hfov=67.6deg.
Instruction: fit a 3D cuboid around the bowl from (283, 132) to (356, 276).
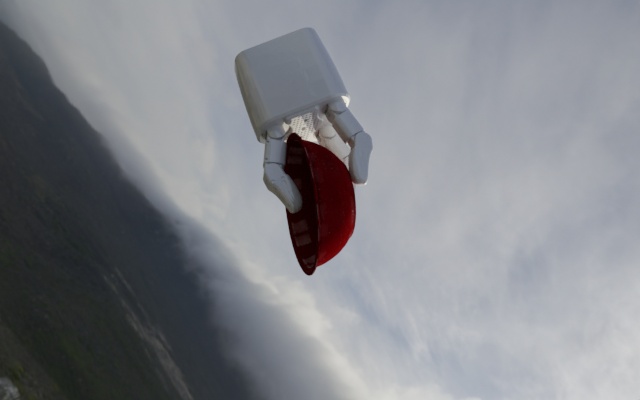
[{"bbox_3d":[0.001,0.003,0.545,0.055,0.162,0.162,-6,1,-15],"label":"bowl"}]
